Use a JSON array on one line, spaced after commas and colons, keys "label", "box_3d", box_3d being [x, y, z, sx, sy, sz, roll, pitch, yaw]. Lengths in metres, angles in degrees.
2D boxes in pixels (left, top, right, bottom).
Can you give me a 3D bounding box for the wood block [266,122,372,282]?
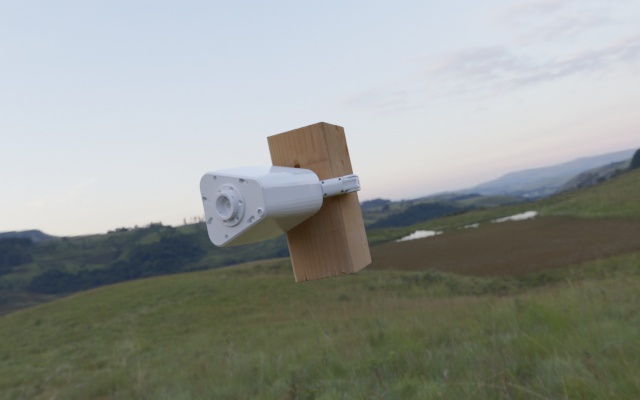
[{"label": "wood block", "box_3d": [0.000, 0.002, 0.683, 0.091, 0.206, 0.090, -12, -1, 22]}]
